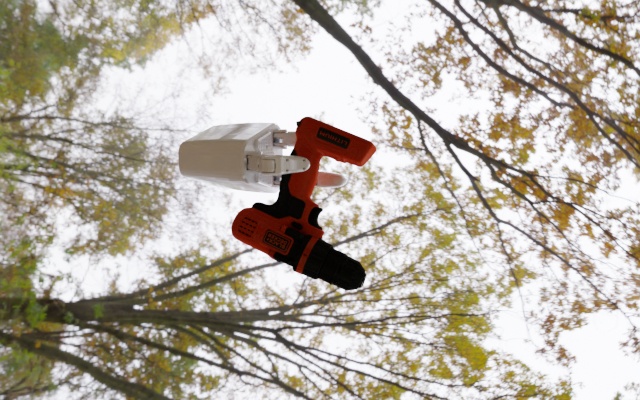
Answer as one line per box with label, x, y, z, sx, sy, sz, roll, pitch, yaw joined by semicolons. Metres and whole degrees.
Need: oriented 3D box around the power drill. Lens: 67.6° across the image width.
power drill;0.000;0.001;0.608;0.184;0.187;0.057;24;-4;7
